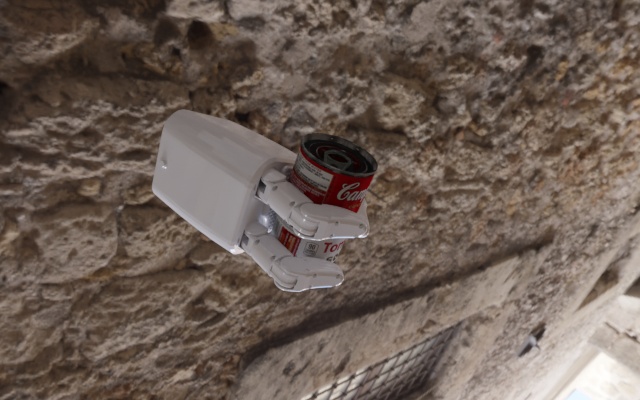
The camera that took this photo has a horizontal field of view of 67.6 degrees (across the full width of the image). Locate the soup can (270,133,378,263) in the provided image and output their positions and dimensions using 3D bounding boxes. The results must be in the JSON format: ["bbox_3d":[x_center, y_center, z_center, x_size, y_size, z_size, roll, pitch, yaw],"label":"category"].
[{"bbox_3d":[0.000,0.002,0.421,0.068,0.102,0.068,17,28,-9],"label":"soup can"}]
